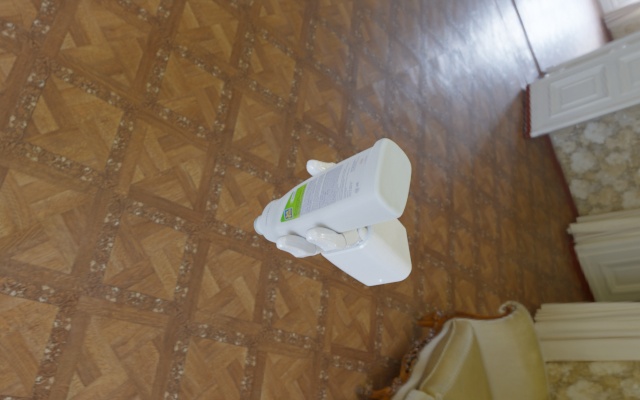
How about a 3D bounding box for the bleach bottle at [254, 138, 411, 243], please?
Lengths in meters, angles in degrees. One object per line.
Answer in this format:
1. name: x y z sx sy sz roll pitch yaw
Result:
1. bleach bottle: 0.000 0.002 0.659 0.251 0.102 0.068 -18 -46 41
